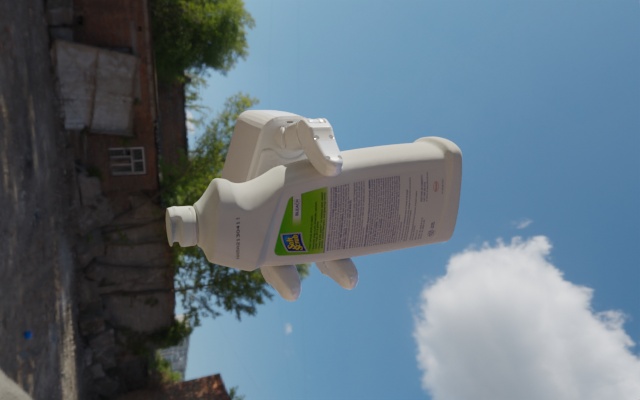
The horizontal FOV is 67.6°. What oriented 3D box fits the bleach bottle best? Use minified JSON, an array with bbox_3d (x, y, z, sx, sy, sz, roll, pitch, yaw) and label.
[{"bbox_3d":[0.000,0.001,0.407,0.251,0.102,0.068,-5,16,-24],"label":"bleach bottle"}]
